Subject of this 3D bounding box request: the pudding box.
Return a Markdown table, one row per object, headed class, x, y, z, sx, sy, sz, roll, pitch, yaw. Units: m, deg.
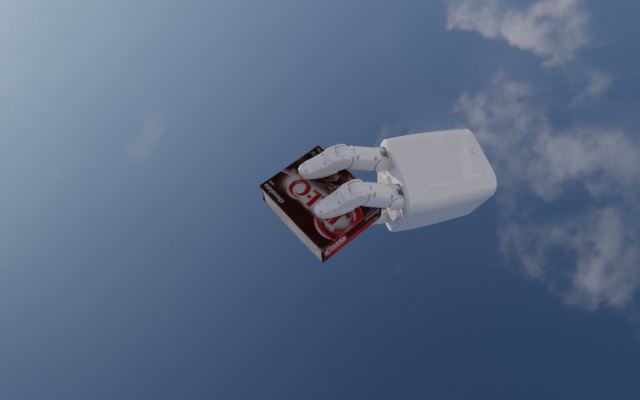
| class | x | y | z | sx | sy | sz | roll | pitch | yaw |
| --- | --- | --- | --- | --- | --- | --- | --- | --- | --- |
| pudding box | 0.000 | 0.002 | 0.543 | 0.090 | 0.113 | 0.039 | -36 | -29 | -21 |
